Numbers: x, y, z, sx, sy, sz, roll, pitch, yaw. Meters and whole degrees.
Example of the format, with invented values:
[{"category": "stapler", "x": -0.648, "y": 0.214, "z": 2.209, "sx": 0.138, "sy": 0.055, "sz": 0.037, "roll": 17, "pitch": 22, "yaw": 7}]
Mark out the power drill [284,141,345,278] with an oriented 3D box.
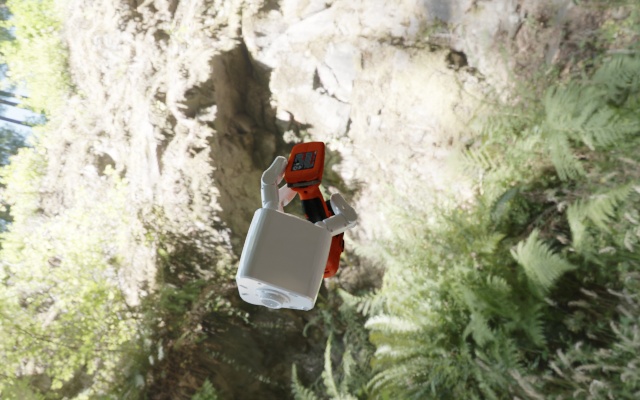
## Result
[{"category": "power drill", "x": 0.000, "y": 0.002, "z": 0.772, "sx": 0.057, "sy": 0.188, "sz": 0.184, "roll": -10, "pitch": 33, "yaw": 11}]
